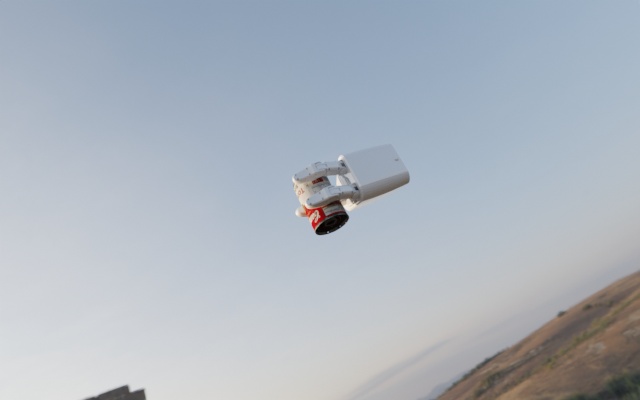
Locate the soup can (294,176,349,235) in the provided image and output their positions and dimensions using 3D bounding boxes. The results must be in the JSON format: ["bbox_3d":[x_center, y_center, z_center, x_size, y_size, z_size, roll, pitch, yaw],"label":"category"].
[{"bbox_3d":[0.000,0.003,0.871,0.068,0.102,0.068,-22,-25,-11],"label":"soup can"}]
